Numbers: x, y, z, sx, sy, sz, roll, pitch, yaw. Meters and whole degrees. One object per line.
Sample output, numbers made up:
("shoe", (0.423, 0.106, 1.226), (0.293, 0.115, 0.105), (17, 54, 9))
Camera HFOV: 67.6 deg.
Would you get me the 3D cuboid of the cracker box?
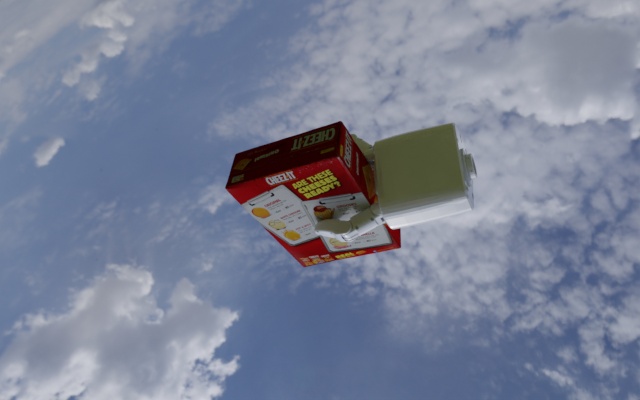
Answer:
("cracker box", (0.000, 0.002, 0.665), (0.164, 0.072, 0.214), (-14, -42, 24))
